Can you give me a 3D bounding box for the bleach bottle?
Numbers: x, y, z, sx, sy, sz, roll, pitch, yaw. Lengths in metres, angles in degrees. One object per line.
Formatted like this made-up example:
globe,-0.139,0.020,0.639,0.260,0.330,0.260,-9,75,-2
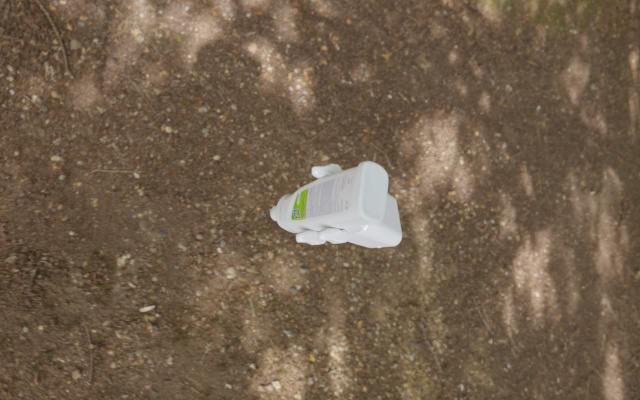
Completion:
bleach bottle,0.000,0.003,0.843,0.068,0.102,0.251,23,-22,-39
